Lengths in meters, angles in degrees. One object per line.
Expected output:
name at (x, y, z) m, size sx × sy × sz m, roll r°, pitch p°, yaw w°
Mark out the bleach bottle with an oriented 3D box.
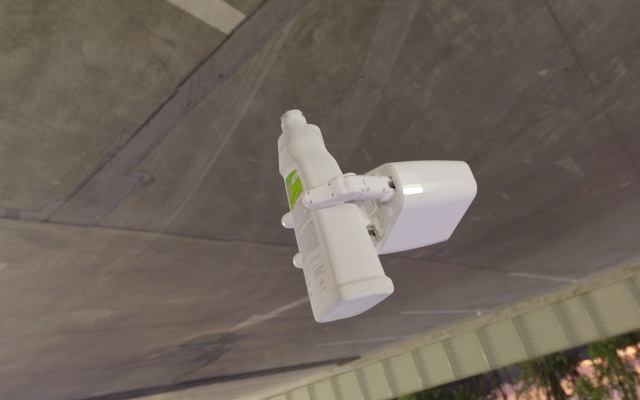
bleach bottle at (0.000, 0.002, 0.541) m, size 0.068 × 0.250 × 0.103 m, roll -5°, pitch -25°, yaw -25°
